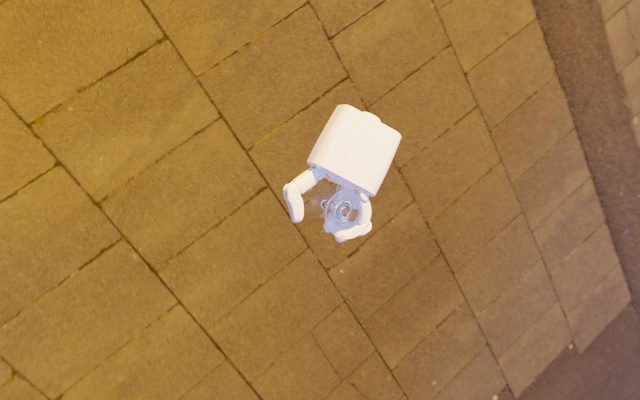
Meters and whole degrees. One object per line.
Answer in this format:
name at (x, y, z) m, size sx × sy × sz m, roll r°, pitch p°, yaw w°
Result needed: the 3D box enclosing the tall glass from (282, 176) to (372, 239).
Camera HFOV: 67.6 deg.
tall glass at (0.000, 0.003, 0.762) m, size 0.079 × 0.079 × 0.201 m, roll 0°, pitch 9°, yaw -24°
